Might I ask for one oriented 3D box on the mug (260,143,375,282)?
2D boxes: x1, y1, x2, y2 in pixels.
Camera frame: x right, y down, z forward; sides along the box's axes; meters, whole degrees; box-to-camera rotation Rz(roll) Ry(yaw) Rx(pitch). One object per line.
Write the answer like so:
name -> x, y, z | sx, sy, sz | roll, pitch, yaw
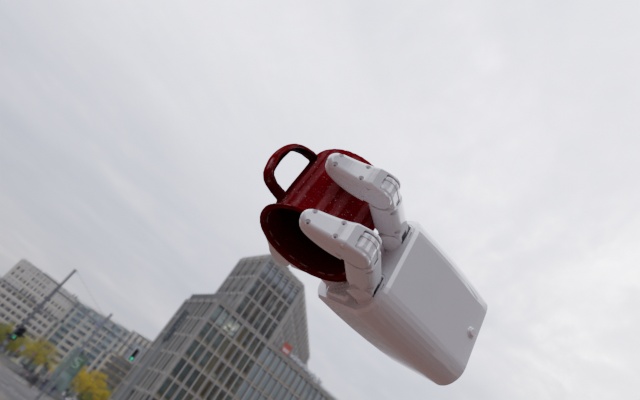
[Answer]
mug -> -0.001, 0.000, 0.410 | 0.093, 0.117, 0.081 | -22, 26, 53
